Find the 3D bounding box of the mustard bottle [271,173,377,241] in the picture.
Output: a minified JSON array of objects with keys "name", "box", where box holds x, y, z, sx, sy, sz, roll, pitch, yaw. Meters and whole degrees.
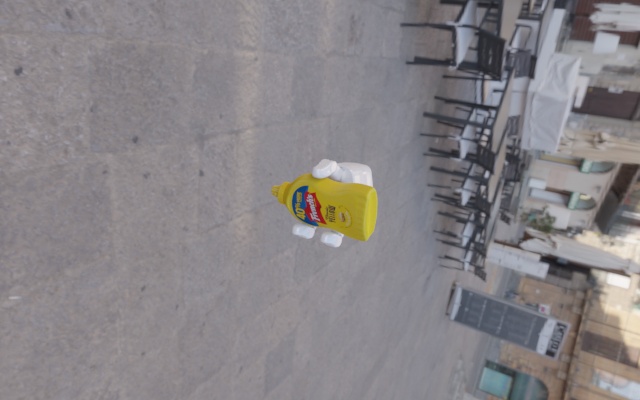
[{"name":"mustard bottle","box":[0.000,0.003,0.823,0.191,0.096,0.058,15,37,24]}]
